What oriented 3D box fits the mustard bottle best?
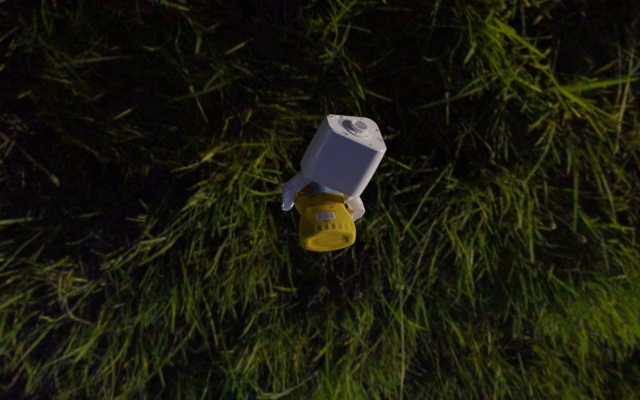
[{"bbox_3d":[0.000,0.003,0.875,0.096,0.058,0.191,-7,46,-5],"label":"mustard bottle"}]
